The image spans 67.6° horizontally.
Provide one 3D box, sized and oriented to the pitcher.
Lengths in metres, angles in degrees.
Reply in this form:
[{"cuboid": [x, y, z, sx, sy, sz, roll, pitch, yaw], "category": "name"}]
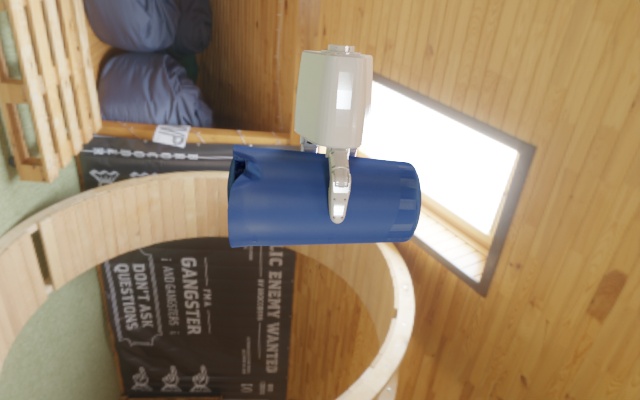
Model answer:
[{"cuboid": [0.000, 0.002, 0.636, 0.243, 0.145, 0.149, 2, 18, -5], "category": "pitcher"}]
